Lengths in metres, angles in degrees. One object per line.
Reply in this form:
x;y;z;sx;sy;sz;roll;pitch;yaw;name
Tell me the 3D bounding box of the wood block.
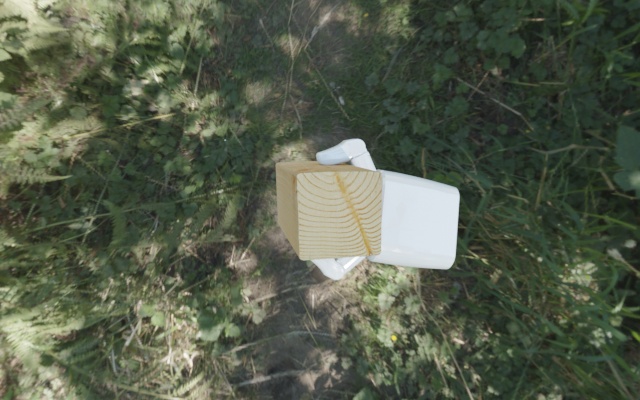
0.001;0.002;0.584;0.090;0.091;0.206;-2;8;-11;wood block
